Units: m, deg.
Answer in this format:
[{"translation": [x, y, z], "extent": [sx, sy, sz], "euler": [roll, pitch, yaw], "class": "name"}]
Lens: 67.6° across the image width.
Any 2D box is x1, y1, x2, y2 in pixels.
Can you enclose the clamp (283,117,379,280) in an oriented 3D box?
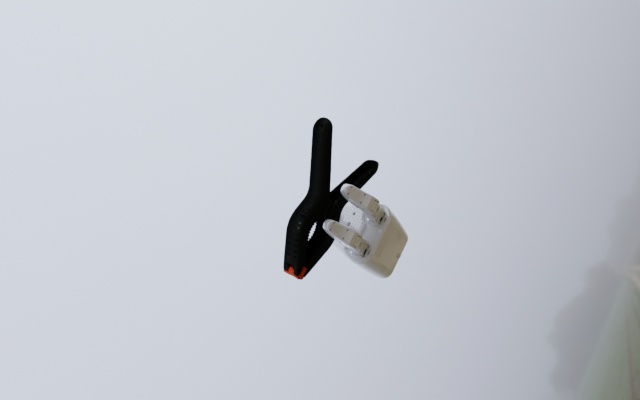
[{"translation": [-0.001, 0.002, 0.645], "extent": [0.036, 0.210, 0.165], "euler": [21, -12, 36], "class": "clamp"}]
